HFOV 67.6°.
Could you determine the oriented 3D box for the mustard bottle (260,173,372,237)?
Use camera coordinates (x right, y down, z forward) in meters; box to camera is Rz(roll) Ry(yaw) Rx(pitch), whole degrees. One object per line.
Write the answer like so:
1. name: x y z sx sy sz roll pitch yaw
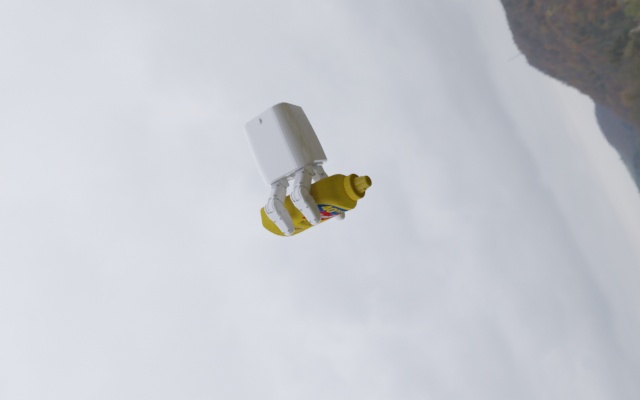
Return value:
1. mustard bottle: 0.000 0.003 0.766 0.192 0.058 0.096 -25 -26 34
